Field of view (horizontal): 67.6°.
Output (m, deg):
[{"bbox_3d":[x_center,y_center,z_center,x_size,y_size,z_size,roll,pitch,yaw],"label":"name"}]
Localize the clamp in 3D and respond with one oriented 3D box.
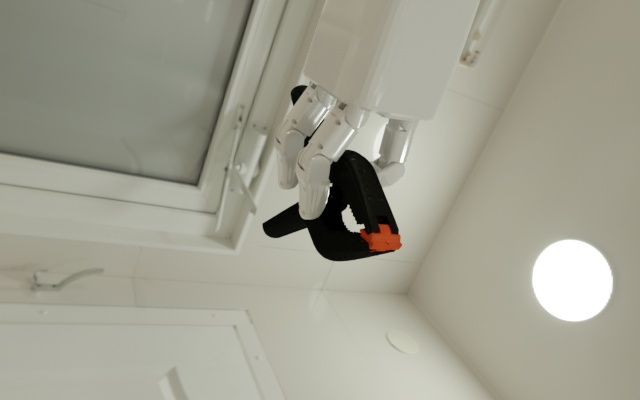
[{"bbox_3d":[0.001,0.002,0.433,0.036,0.165,0.210,3,26,-29],"label":"clamp"}]
